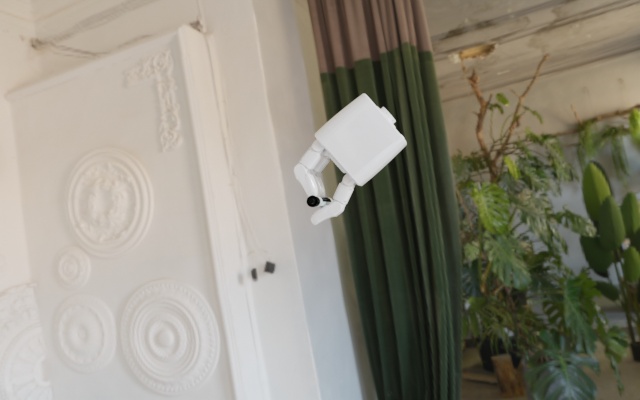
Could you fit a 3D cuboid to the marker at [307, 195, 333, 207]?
[{"bbox_3d":[0.000,0.003,0.800,0.020,0.020,0.121,0,-2,14],"label":"marker"}]
